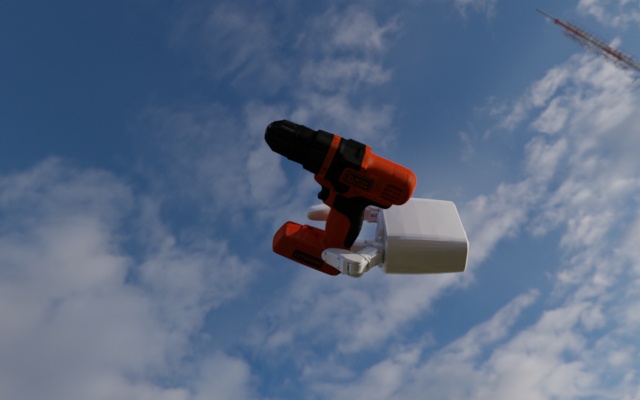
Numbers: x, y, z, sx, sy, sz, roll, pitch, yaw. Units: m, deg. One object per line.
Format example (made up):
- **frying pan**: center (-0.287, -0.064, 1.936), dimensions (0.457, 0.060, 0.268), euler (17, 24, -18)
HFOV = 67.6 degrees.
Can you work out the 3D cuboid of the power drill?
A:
- **power drill**: center (0.000, 0.002, 0.594), dimensions (0.184, 0.188, 0.057), euler (23, 41, -2)
